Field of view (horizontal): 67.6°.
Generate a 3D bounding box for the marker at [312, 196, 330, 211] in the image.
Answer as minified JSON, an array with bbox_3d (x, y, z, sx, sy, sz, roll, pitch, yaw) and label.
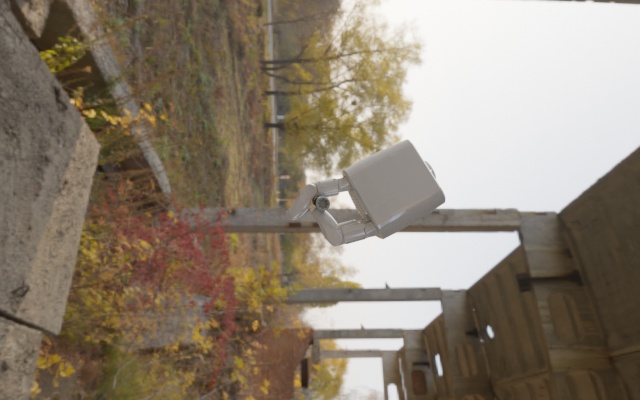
[{"bbox_3d":[0.000,0.002,0.679,0.020,0.020,0.121,0,2,-3],"label":"marker"}]
